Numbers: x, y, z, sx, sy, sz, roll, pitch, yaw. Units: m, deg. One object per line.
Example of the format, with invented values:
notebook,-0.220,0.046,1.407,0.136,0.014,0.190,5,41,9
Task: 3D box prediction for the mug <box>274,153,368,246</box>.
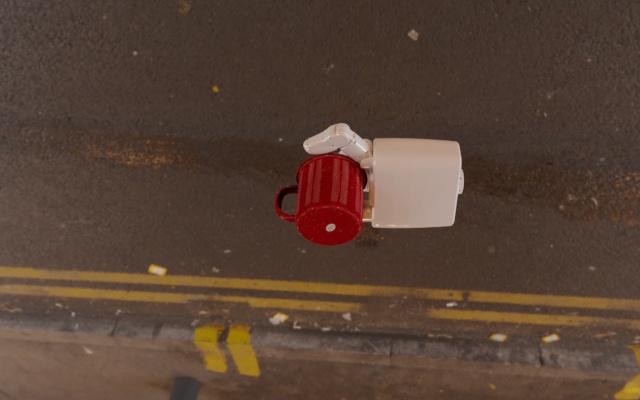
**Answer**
mug,-0.001,0.002,0.594,0.117,0.081,0.093,-1,-41,6
